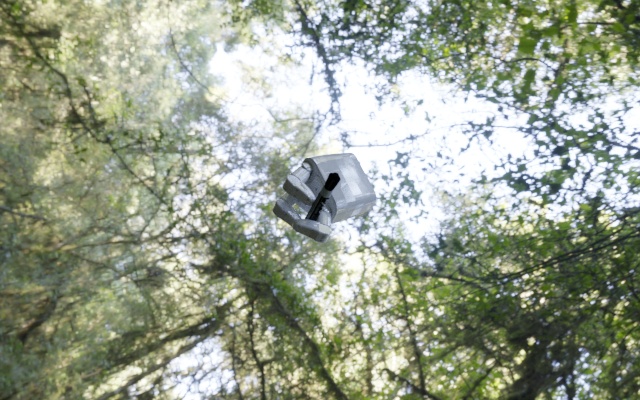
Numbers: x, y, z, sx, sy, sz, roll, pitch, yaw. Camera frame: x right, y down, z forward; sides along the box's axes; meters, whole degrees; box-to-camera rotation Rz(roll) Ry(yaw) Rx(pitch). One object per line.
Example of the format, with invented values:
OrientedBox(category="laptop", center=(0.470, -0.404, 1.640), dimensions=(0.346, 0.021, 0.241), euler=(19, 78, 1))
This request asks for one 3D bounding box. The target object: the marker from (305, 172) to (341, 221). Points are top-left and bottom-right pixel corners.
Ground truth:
OrientedBox(category="marker", center=(0.000, 0.002, 0.735), dimensions=(0.020, 0.020, 0.121), euler=(0, -43, -31))
